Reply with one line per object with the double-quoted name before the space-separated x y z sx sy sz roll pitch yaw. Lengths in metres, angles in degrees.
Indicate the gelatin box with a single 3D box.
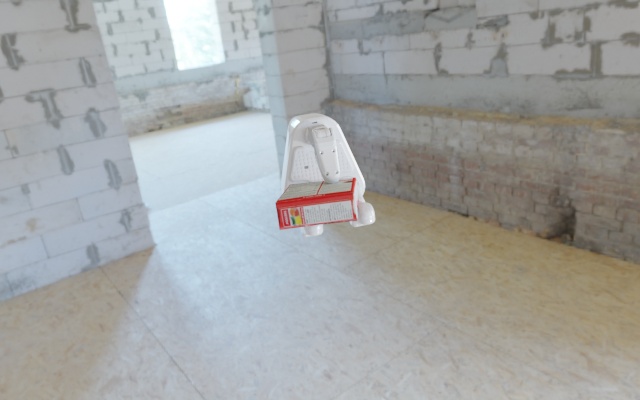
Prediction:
"gelatin box" 0.000 0.001 0.472 0.073 0.030 0.089 -7 11 7
